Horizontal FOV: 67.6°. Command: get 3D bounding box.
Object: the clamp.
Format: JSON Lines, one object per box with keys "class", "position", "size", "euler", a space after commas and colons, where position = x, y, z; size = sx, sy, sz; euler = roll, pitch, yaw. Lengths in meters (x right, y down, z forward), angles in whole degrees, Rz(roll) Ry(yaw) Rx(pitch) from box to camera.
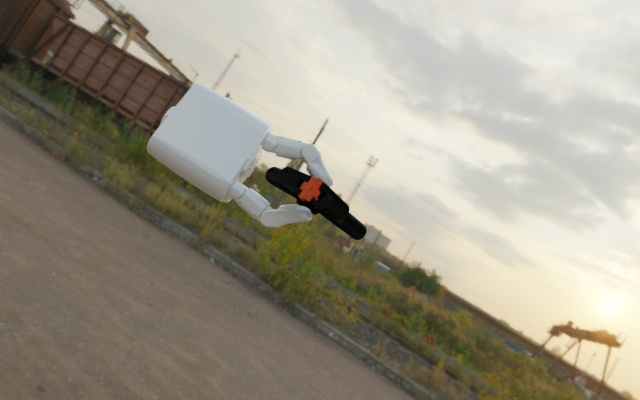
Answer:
{"class": "clamp", "position": [0.000, 0.001, 0.590], "size": [0.164, 0.036, 0.210], "euler": [33, -4, -3]}
